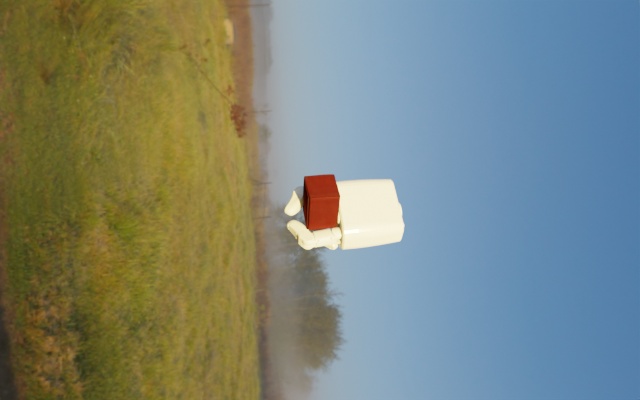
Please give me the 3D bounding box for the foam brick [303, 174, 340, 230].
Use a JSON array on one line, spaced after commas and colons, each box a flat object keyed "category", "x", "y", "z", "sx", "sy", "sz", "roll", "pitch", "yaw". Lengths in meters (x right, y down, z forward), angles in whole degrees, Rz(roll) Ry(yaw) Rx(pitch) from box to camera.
[{"category": "foam brick", "x": 0.000, "y": 0.002, "z": 0.778, "sx": 0.051, "sy": 0.053, "sz": 0.078, "roll": -5, "pitch": -43, "yaw": -8}]
